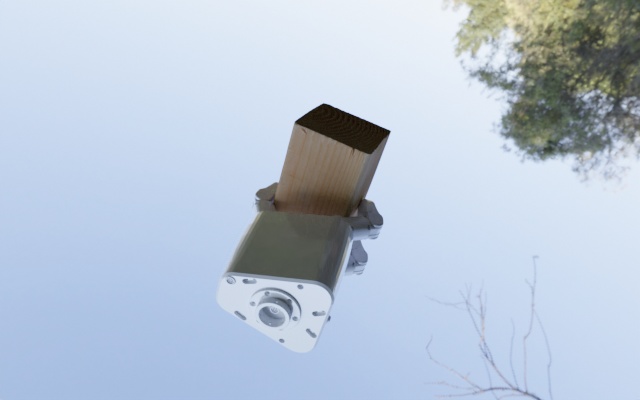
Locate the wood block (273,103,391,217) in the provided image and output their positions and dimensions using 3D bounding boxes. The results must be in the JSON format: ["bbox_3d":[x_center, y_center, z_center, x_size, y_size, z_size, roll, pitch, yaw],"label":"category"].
[{"bbox_3d":[0.000,0.002,0.576,0.091,0.206,0.090,25,32,11],"label":"wood block"}]
